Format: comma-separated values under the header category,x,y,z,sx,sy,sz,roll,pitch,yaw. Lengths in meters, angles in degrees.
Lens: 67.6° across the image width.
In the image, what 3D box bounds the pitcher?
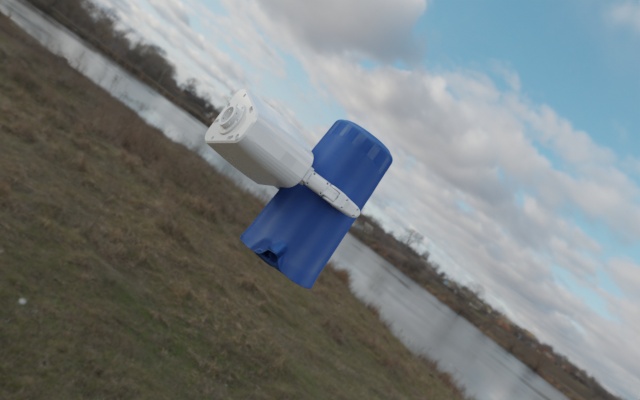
category,x,y,z,sx,sy,sz,roll,pitch,yaw
pitcher,0.000,0.002,0.737,0.145,0.243,0.149,37,-1,-36
